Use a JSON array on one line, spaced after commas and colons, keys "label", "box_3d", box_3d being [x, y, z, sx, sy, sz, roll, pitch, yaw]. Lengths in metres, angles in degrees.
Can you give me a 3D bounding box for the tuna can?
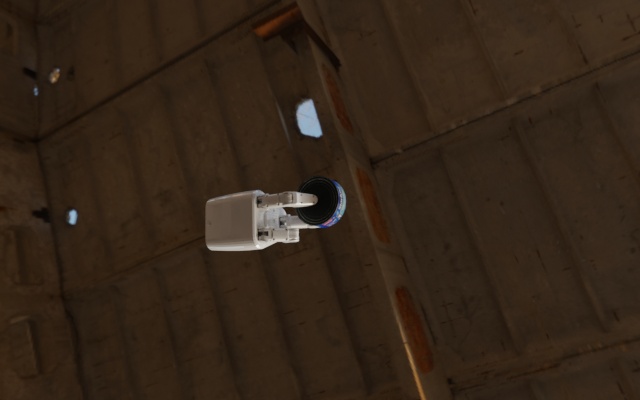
[{"label": "tuna can", "box_3d": [0.000, 0.003, 0.810, 0.086, 0.086, 0.034, 0, -10, 30]}]
